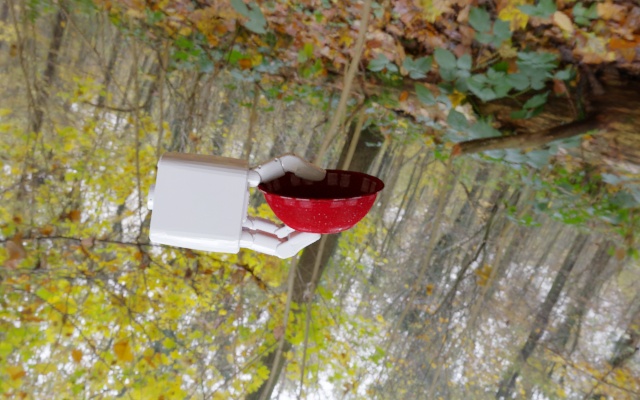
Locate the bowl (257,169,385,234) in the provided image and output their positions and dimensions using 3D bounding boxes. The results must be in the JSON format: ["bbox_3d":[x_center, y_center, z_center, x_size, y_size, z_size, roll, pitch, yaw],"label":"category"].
[{"bbox_3d":[0.001,0.002,0.612,0.162,0.055,0.162,0,16,0],"label":"bowl"}]
